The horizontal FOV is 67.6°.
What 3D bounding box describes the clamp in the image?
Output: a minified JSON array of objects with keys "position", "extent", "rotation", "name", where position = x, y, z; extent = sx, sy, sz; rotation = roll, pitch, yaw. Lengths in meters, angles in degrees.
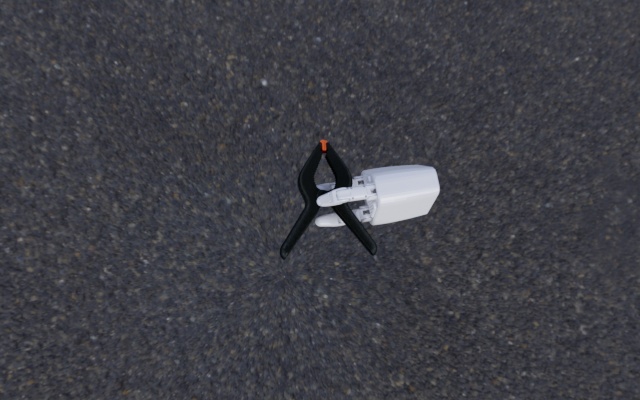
[{"position":[0.000,0.002,0.816],"extent":[0.164,0.210,0.036],"rotation":[-9,-8,-8],"name":"clamp"}]
